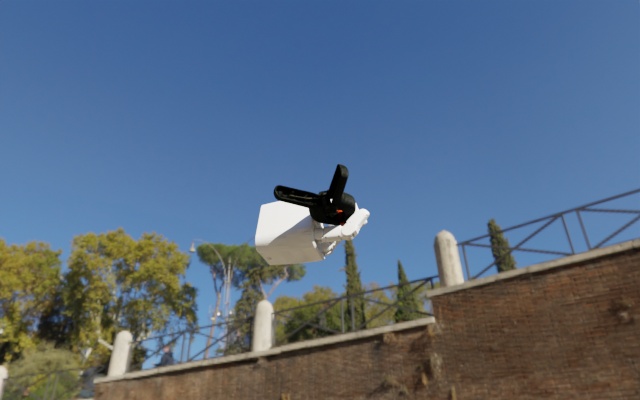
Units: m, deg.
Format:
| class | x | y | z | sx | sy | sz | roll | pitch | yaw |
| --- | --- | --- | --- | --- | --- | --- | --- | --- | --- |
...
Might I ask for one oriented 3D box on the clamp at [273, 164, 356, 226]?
| class | x | y | z | sx | sy | sz | roll | pitch | yaw |
| --- | --- | --- | --- | --- | --- | --- | --- | --- | --- |
| clamp | 0.000 | 0.002 | 0.777 | 0.120 | 0.039 | 0.172 | -9 | -31 | 11 |
